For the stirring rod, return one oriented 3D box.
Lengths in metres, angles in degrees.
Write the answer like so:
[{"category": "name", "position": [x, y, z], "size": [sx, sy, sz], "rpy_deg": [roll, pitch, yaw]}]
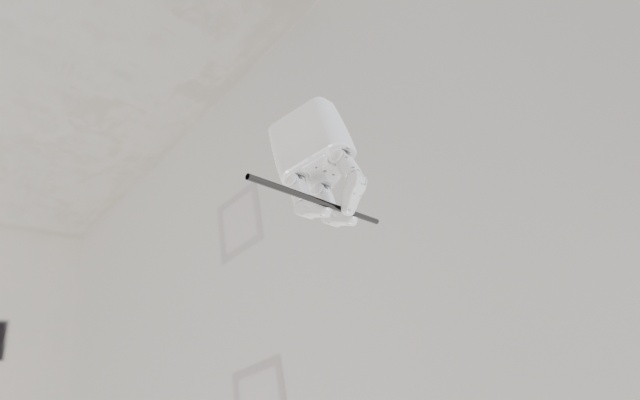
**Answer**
[{"category": "stirring rod", "position": [0.000, 0.002, 0.623], "size": [0.011, 0.011, 0.239], "rpy_deg": [0, -14, 45]}]
